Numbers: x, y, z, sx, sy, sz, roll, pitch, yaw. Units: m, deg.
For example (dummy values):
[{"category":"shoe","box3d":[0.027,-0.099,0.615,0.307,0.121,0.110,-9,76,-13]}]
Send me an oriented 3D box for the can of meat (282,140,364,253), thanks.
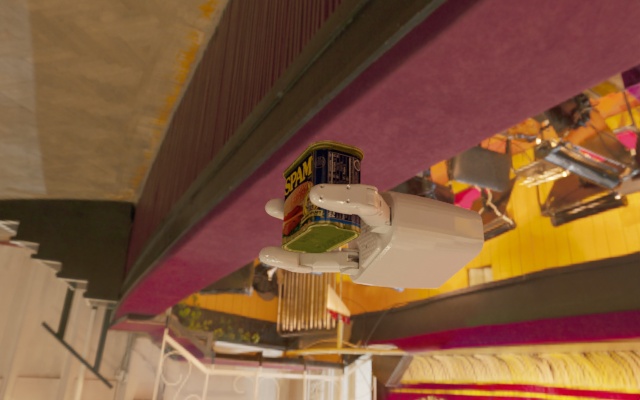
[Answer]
[{"category":"can of meat","box3d":[0.000,0.002,0.473,0.057,0.084,0.102,11,-23,-23]}]
